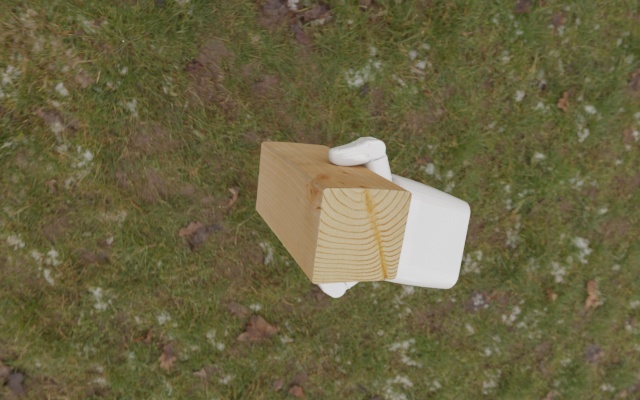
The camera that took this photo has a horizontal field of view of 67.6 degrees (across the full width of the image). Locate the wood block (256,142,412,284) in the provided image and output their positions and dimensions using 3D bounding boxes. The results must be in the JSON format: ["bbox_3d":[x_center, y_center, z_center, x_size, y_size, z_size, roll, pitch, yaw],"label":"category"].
[{"bbox_3d":[0.001,0.001,0.516,0.090,0.091,0.206,1,17,-23],"label":"wood block"}]
